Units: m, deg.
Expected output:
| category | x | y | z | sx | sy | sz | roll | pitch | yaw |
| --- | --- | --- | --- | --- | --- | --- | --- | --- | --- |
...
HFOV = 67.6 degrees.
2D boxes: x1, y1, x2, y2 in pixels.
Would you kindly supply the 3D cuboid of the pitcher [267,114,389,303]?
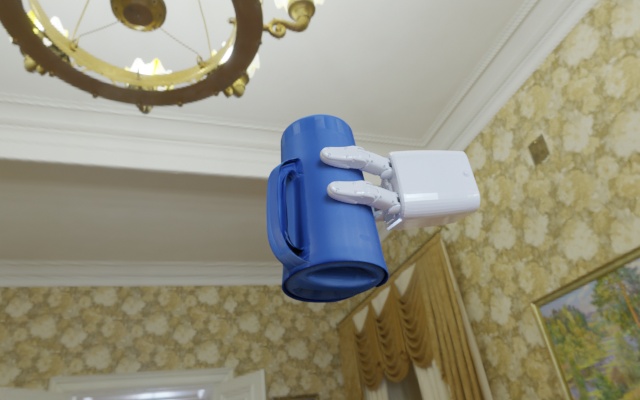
| category | x | y | z | sx | sy | sz | roll | pitch | yaw |
| --- | --- | --- | --- | --- | --- | --- | --- | --- | --- |
| pitcher | 0.000 | 0.002 | 0.638 | 0.145 | 0.242 | 0.149 | -4 | -31 | -6 |
